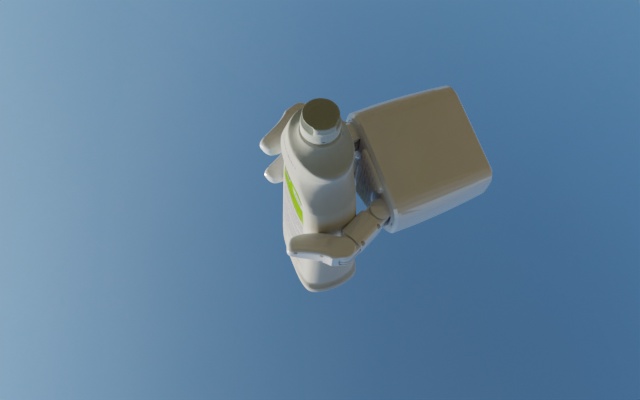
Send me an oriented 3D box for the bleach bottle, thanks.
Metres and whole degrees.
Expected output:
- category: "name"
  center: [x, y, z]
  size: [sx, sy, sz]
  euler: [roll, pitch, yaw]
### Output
- category: "bleach bottle"
  center: [0.000, 0.001, 0.451]
  size: [0.068, 0.102, 0.251]
  euler: [-21, -24, -12]
